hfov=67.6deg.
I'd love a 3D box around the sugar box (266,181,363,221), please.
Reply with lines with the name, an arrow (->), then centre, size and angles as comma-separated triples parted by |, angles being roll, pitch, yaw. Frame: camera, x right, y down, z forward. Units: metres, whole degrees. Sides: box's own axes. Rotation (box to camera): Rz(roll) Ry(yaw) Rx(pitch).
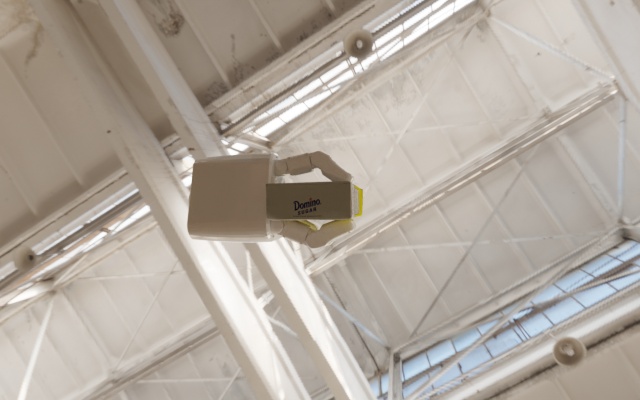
sugar box -> 0.000, 0.002, 0.578 | 0.093, 0.048, 0.176 | -1, 2, 9
